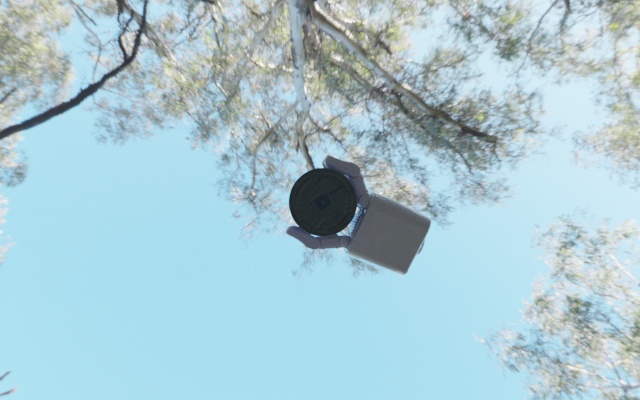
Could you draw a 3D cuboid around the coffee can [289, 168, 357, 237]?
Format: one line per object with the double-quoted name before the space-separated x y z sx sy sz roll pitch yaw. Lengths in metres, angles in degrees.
"coffee can" 0.000 0.003 0.778 0.103 0.103 0.140 0 0 -3
